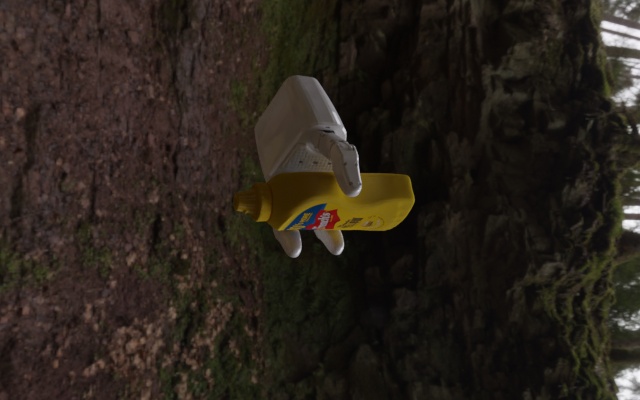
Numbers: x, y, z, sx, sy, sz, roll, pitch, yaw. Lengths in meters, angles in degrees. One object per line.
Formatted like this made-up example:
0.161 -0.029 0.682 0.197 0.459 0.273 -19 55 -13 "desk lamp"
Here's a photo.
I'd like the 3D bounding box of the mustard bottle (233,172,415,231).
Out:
0.000 0.002 0.526 0.191 0.058 0.096 1 -21 -24 "mustard bottle"
